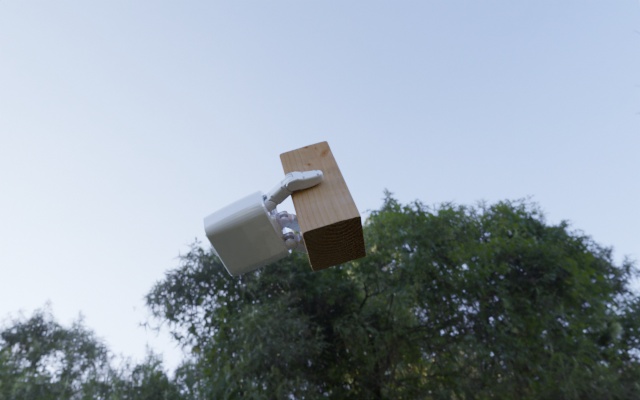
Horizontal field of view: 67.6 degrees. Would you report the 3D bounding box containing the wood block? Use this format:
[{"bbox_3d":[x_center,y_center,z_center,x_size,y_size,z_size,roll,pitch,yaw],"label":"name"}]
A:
[{"bbox_3d":[0.000,0.002,0.785,0.090,0.091,0.206,-16,42,-4],"label":"wood block"}]
